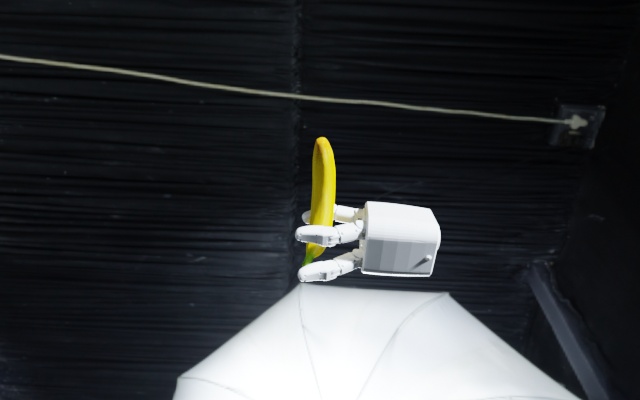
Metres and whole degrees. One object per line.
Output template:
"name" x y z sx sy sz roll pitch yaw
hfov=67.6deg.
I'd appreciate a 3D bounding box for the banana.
"banana" 0.002 0.002 0.721 0.037 0.198 0.069 6 12 5
